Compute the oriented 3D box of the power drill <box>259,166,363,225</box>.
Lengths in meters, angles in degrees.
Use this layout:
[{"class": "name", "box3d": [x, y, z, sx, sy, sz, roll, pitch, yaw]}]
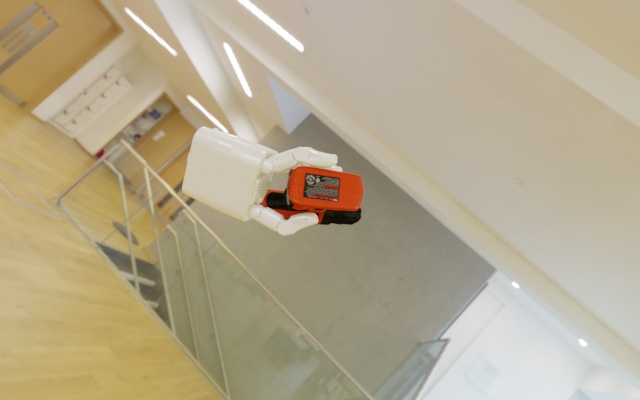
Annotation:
[{"class": "power drill", "box3d": [0.000, 0.002, 0.744, 0.184, 0.057, 0.188, 6, -13, -15]}]
